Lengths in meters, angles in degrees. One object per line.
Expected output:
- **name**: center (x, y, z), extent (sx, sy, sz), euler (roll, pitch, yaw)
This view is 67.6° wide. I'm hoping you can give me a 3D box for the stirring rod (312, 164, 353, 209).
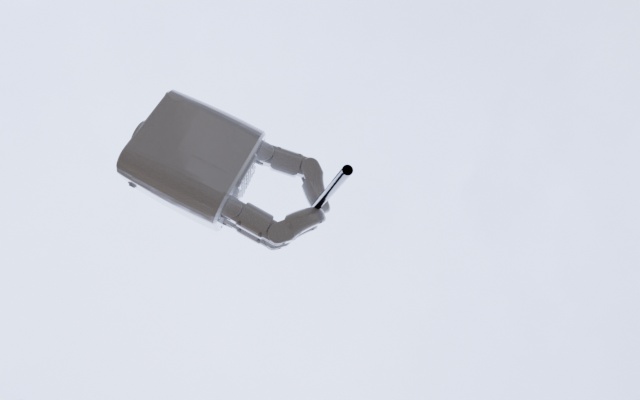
- **stirring rod**: center (0.000, 0.001, 0.445), extent (0.011, 0.011, 0.239), euler (0, -11, -9)
